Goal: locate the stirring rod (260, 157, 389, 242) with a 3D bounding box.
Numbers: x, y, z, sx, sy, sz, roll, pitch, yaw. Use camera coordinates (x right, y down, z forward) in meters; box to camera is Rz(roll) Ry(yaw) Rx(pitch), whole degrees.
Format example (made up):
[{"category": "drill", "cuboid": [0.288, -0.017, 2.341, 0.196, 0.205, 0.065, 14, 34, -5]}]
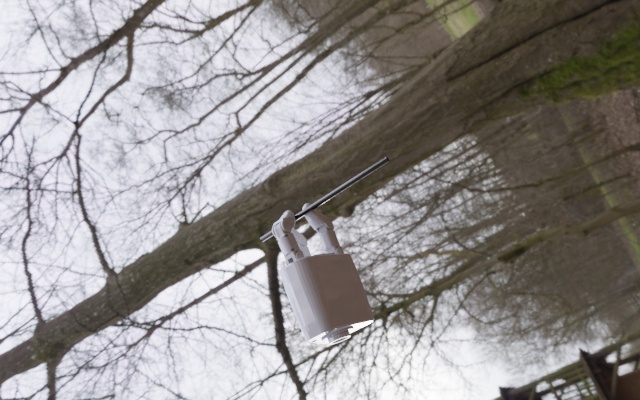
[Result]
[{"category": "stirring rod", "cuboid": [0.000, 0.002, 0.710, 0.239, 0.011, 0.011, -33, -14, 23]}]
